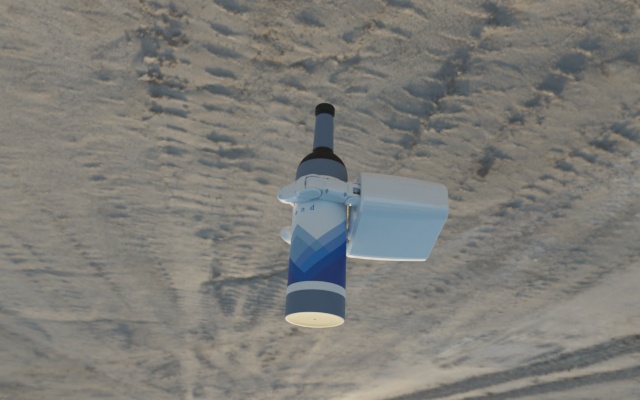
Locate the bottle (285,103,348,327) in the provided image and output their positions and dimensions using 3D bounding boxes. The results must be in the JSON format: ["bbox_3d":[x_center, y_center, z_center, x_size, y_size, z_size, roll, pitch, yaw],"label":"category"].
[{"bbox_3d":[0.000,0.002,0.593,0.069,0.295,0.069,2,-28,1],"label":"bottle"}]
